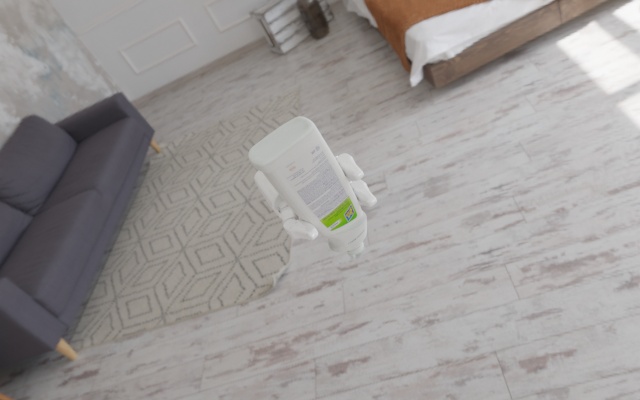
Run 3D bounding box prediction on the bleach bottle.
[{"bbox_3d":[0.000,0.002,0.712,0.102,0.251,0.068,-37,37,-7],"label":"bleach bottle"}]
